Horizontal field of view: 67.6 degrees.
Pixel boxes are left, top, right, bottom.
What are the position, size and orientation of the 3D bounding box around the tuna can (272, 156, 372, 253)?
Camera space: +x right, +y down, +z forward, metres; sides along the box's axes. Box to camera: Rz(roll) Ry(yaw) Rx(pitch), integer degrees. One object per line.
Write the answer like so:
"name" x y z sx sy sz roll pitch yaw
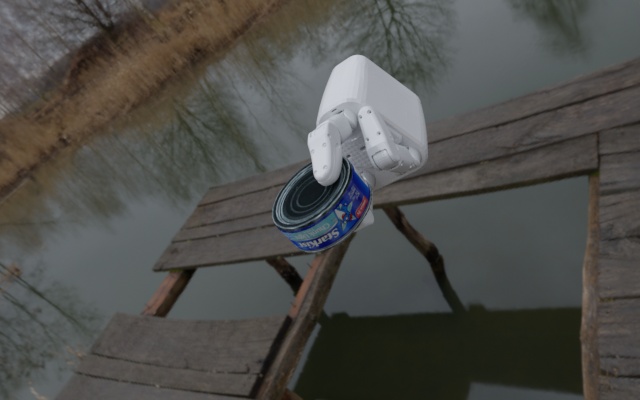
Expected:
"tuna can" 0.000 0.001 0.415 0.086 0.086 0.034 0 -39 48
